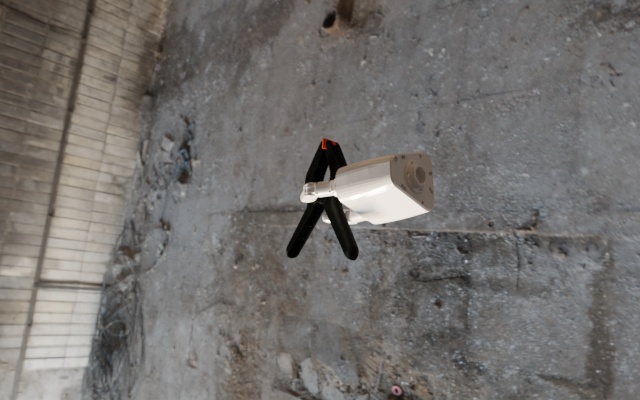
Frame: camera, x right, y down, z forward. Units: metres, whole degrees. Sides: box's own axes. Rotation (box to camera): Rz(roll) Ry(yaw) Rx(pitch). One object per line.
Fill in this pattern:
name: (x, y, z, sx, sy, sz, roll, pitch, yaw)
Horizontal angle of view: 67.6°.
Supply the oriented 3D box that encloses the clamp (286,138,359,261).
clamp: (0.000, 0.002, 0.800, 0.036, 0.210, 0.164, 14, -20, -41)
